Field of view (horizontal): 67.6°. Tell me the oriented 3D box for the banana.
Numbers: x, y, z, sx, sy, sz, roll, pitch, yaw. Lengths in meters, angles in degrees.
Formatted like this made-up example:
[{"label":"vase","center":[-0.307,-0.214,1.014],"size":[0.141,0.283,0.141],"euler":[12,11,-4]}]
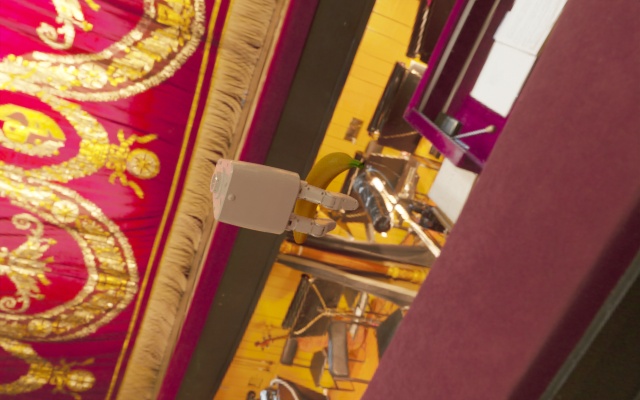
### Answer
[{"label":"banana","center":[-0.004,-0.014,0.772],"size":[0.037,0.069,0.198],"euler":[8,-46,-33]}]
